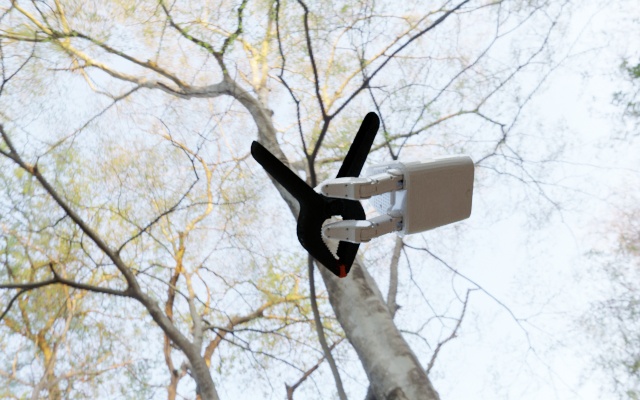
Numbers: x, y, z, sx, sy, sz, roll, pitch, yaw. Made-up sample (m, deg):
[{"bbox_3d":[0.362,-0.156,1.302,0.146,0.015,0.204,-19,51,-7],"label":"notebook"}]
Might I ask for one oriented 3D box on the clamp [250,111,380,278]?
[{"bbox_3d":[0.000,0.002,0.592,0.164,0.210,0.036,-10,20,-20],"label":"clamp"}]
